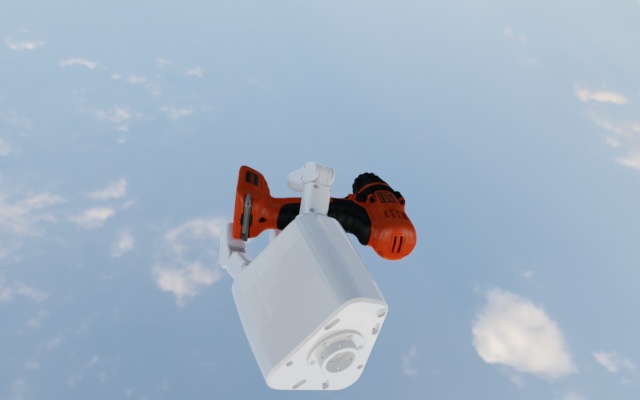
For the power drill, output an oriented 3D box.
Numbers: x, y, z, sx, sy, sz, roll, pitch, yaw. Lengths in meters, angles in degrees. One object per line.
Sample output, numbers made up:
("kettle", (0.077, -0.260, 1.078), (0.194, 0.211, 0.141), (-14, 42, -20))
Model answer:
("power drill", (0.000, 0.002, 0.532), (0.187, 0.057, 0.184), (4, 19, -7))
